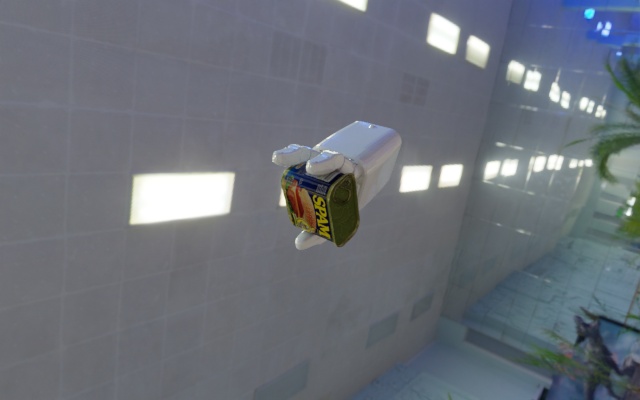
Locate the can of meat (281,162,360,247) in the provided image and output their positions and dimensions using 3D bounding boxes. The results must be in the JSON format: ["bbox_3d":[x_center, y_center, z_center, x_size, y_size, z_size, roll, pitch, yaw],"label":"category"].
[{"bbox_3d":[0.000,0.002,0.641,0.084,0.102,0.057,20,46,33],"label":"can of meat"}]
